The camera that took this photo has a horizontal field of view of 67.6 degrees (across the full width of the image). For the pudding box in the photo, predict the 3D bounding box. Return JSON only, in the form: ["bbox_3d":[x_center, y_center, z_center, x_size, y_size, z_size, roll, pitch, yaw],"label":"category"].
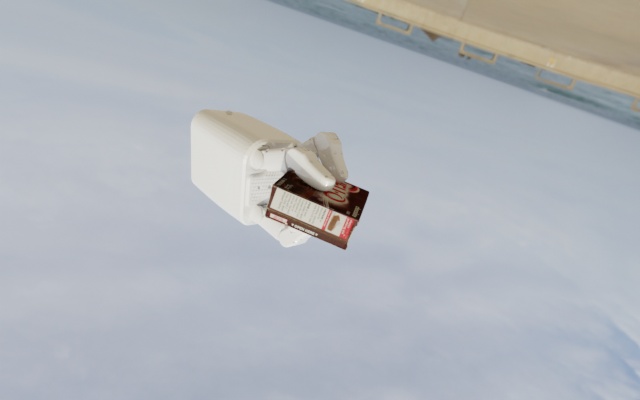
[{"bbox_3d":[0.000,0.002,0.501,0.090,0.039,0.113,22,21,4],"label":"pudding box"}]
